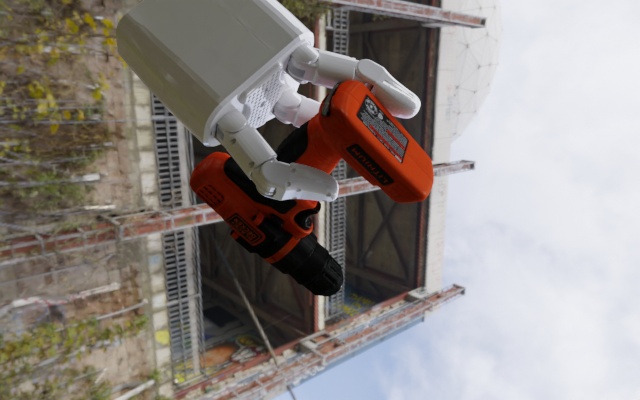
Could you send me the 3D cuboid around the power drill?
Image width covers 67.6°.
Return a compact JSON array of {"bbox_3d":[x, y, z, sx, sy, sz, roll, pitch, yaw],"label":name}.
[{"bbox_3d":[0.000,0.001,0.413,0.188,0.184,0.057,-32,24,36],"label":"power drill"}]
